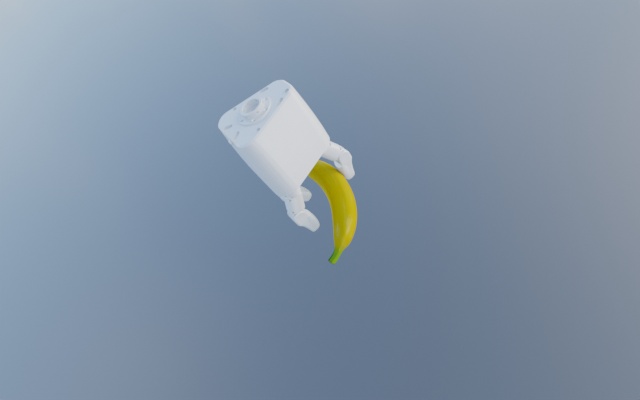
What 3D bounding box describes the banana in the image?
[{"bbox_3d":[0.016,-0.004,0.716,0.069,0.197,0.037,-30,-42,18],"label":"banana"}]
